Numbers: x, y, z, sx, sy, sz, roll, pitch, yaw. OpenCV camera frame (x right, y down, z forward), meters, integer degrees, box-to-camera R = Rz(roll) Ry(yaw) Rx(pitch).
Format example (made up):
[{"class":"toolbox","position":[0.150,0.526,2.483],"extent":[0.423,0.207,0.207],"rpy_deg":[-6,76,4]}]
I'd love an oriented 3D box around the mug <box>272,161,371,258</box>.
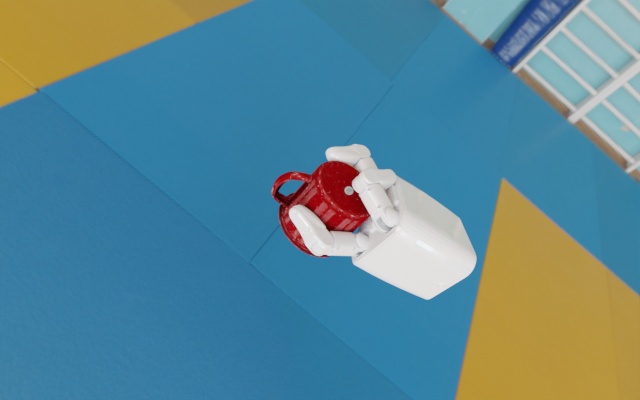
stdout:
[{"class":"mug","position":[-0.001,0.001,0.557],"extent":[0.117,0.093,0.081],"rpy_deg":[29,-47,-17]}]
